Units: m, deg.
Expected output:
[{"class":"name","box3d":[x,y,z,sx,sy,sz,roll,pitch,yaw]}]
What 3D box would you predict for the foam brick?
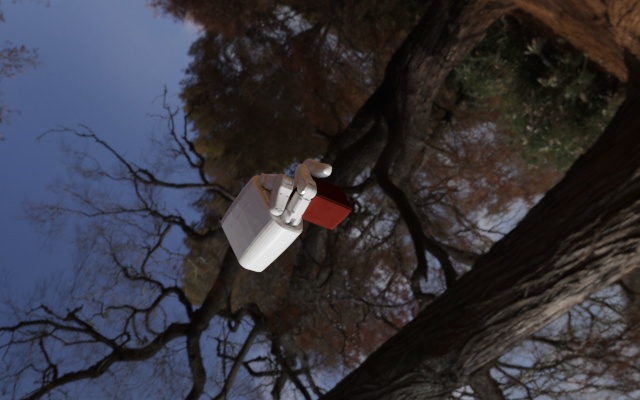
[{"class":"foam brick","box3d":[0.000,0.003,0.753,0.078,0.051,0.053,22,30,-36]}]
